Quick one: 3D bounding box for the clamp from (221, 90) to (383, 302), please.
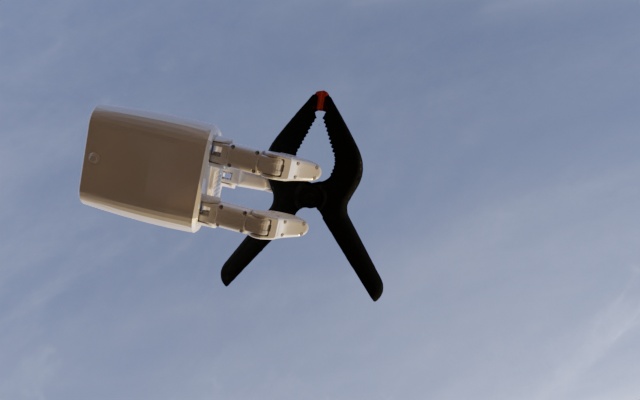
[{"bbox_3d":[0.000,0.001,0.473,0.164,0.210,0.036,13,9,-3],"label":"clamp"}]
